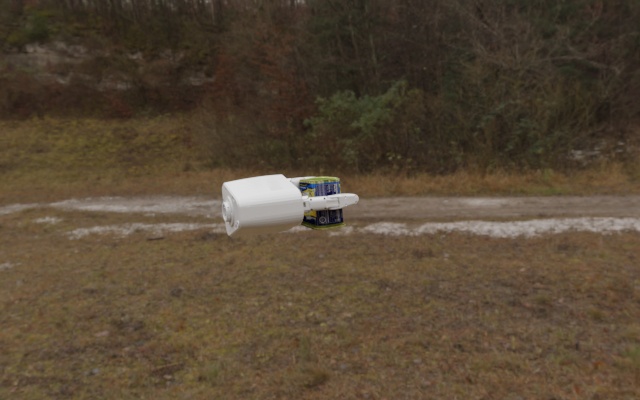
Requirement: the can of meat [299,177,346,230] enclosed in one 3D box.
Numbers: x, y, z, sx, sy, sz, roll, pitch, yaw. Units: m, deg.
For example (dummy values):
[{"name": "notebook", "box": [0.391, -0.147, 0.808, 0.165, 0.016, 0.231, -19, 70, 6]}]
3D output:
[{"name": "can of meat", "box": [0.000, 0.002, 0.838, 0.057, 0.084, 0.102, -7, 7, -20]}]
